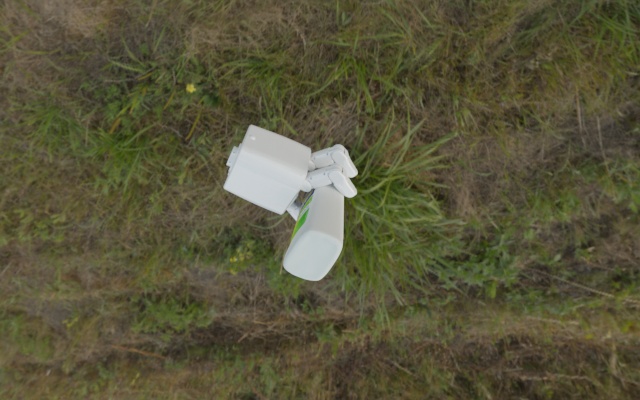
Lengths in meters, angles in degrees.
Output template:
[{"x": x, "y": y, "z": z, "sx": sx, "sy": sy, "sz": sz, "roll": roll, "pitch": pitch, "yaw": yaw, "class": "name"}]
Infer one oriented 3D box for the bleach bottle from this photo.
[{"x": 0.000, "y": 0.002, "z": 0.771, "sx": 0.068, "sy": 0.103, "sz": 0.250, "roll": 23, "pitch": 37, "yaw": -12, "class": "bleach bottle"}]
